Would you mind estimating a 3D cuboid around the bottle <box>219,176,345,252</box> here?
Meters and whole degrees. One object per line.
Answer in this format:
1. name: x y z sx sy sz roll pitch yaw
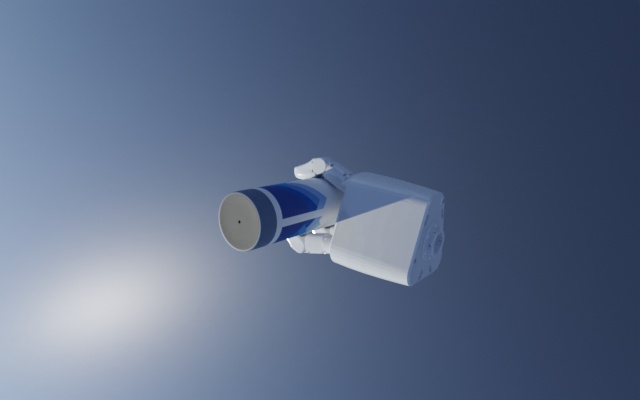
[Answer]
1. bottle: 0.000 0.002 0.629 0.069 0.069 0.295 0 8 37
